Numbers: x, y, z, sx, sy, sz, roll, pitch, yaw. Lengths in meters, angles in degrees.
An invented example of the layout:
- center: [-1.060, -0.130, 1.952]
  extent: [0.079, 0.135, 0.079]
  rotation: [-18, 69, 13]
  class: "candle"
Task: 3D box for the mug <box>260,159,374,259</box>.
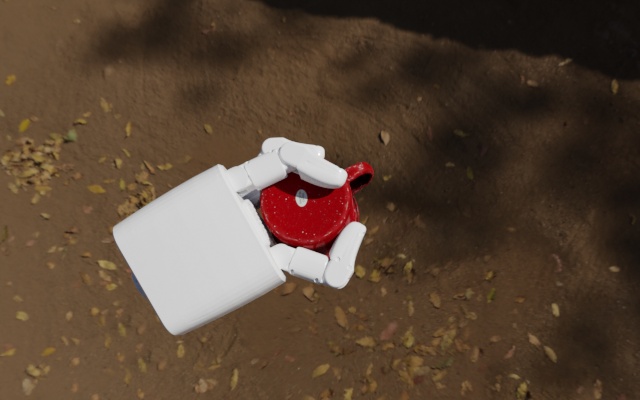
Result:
- center: [0.001, 0.001, 0.451]
  extent: [0.117, 0.093, 0.081]
  rotation: [-31, -14, -3]
  class: "mug"
